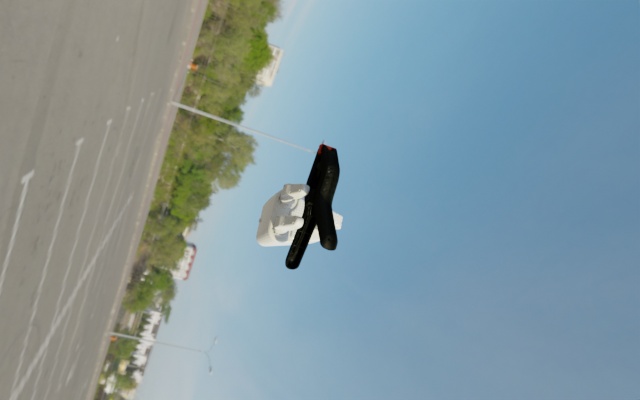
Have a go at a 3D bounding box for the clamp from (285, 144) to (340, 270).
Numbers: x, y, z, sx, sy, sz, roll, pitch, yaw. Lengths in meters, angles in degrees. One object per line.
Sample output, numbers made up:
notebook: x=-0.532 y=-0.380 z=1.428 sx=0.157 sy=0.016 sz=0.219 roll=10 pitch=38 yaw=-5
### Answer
clamp: x=0.001 y=0.002 z=0.758 sx=0.036 sy=0.210 sz=0.164 roll=19 pitch=-18 yaw=-20
